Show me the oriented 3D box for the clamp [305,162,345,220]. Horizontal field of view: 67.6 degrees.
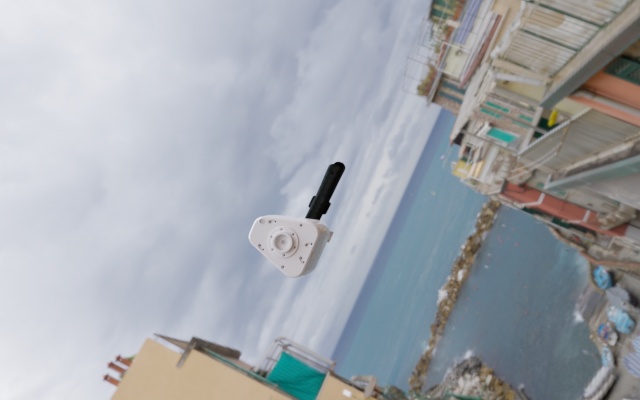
[{"bbox_3d":[0.000,0.003,0.862,0.039,0.171,0.120,24,0,9],"label":"clamp"}]
